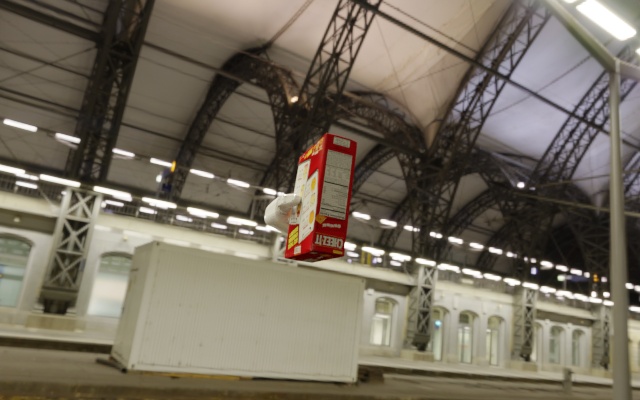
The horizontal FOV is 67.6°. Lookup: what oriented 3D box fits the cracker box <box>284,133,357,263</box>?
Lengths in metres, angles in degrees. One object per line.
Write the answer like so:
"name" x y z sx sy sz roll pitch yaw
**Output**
"cracker box" 0.000 0.003 0.896 0.072 0.213 0.164 12 -14 -18
